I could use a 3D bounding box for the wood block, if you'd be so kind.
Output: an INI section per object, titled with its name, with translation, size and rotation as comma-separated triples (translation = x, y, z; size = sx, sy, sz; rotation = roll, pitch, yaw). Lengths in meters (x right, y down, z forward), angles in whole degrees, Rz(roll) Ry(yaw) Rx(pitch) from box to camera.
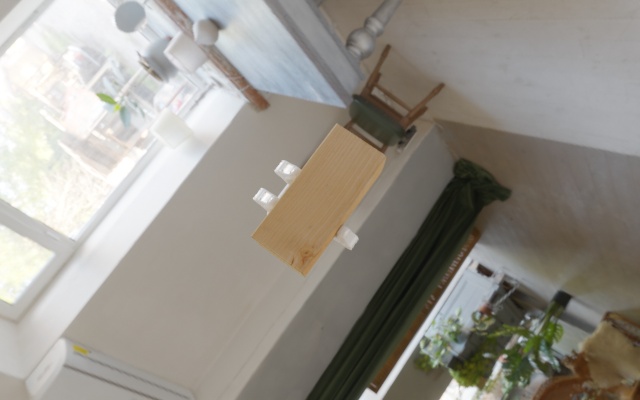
[wood block]
translation = 0.000, 0.003, 0.713
size = 0.091, 0.206, 0.090
rotation = 35, -10, 9
